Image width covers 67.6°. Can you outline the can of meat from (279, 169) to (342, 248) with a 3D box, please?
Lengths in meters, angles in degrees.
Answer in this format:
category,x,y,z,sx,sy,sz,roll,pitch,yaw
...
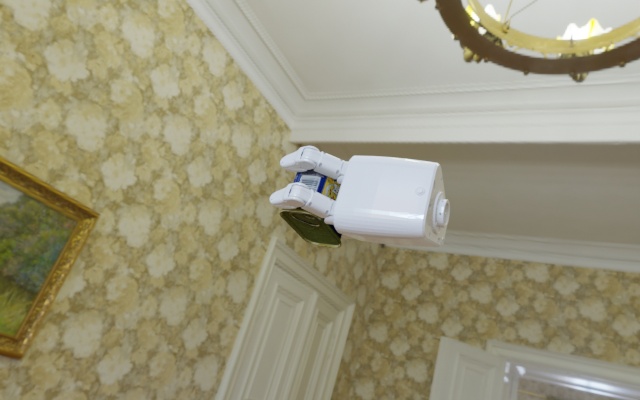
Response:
category,x,y,z,sx,sy,sz,roll,pitch,yaw
can of meat,0.000,0.002,0.621,0.057,0.084,0.102,5,-27,29
